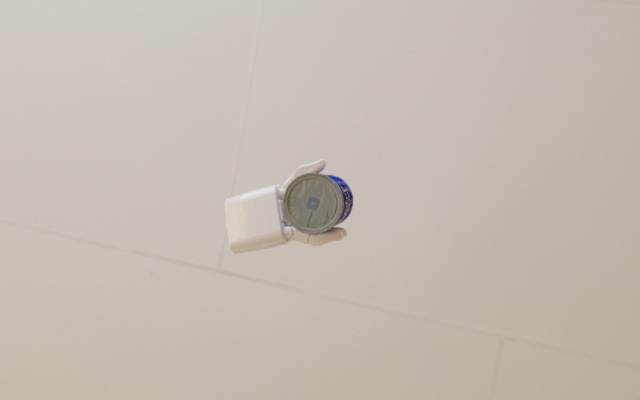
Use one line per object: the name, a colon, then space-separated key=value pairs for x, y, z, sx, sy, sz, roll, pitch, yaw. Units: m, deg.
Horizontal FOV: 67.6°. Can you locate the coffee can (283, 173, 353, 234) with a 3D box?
coffee can: x=0.000 y=0.003 z=0.855 sx=0.103 sy=0.103 sz=0.140 roll=0 pitch=2 yaw=11
